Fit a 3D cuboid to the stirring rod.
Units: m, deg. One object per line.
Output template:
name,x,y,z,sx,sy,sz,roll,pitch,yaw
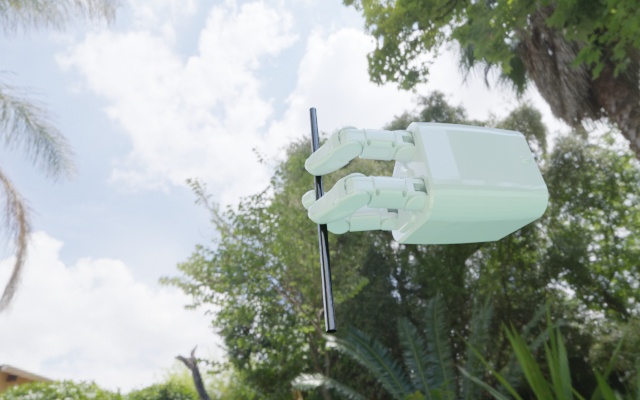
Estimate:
stirring rod,0.000,0.002,0.427,0.011,0.239,0.011,-3,-37,-2
